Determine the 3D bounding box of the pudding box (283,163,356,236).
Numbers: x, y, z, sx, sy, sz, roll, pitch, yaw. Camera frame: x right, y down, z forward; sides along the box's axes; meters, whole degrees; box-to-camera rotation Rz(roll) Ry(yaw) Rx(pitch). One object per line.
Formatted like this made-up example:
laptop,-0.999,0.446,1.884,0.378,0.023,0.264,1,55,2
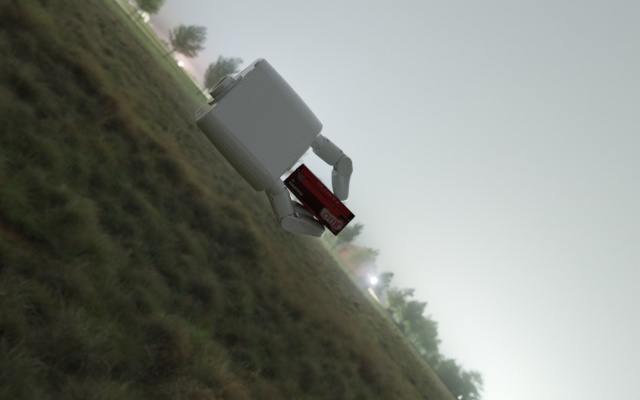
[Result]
pudding box,0.000,0.002,0.603,0.039,0.090,0.113,-44,-4,1
